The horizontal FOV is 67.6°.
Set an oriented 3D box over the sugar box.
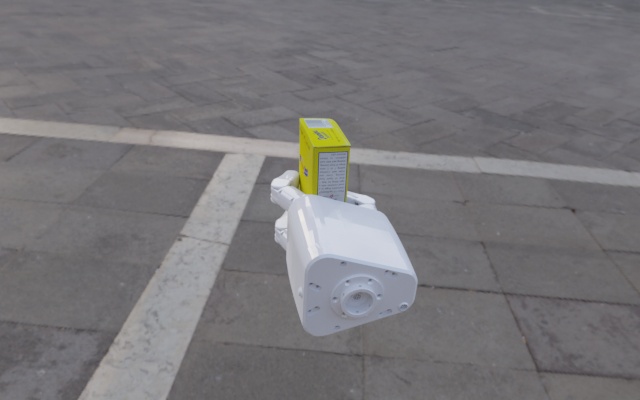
[{"bbox_3d":[0.000,0.002,0.555,0.048,0.176,0.093,-1,28,-11],"label":"sugar box"}]
